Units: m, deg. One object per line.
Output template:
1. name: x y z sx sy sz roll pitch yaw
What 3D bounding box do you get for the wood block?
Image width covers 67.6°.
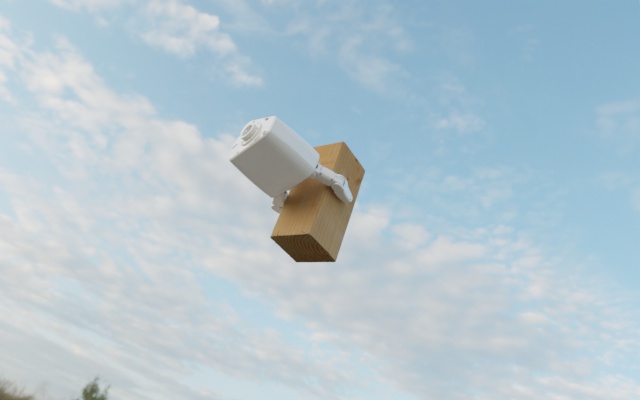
1. wood block: 0.000 0.002 0.872 0.091 0.206 0.090 -6 -40 36
